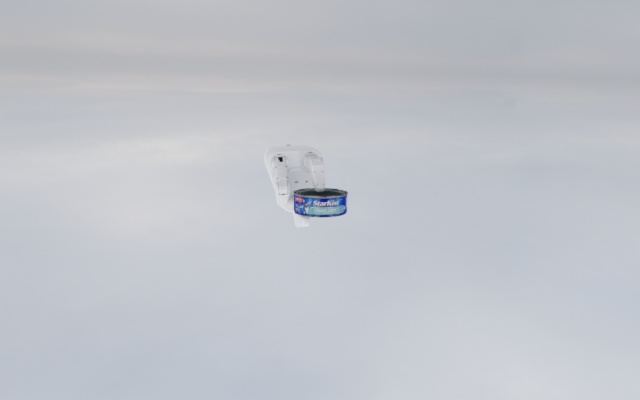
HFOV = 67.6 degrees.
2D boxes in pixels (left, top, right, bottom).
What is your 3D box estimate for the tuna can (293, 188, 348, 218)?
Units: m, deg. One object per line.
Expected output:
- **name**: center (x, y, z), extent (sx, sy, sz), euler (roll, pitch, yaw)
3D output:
- **tuna can**: center (0.000, 0.003, 0.751), extent (0.086, 0.034, 0.086), euler (1, 10, 0)
